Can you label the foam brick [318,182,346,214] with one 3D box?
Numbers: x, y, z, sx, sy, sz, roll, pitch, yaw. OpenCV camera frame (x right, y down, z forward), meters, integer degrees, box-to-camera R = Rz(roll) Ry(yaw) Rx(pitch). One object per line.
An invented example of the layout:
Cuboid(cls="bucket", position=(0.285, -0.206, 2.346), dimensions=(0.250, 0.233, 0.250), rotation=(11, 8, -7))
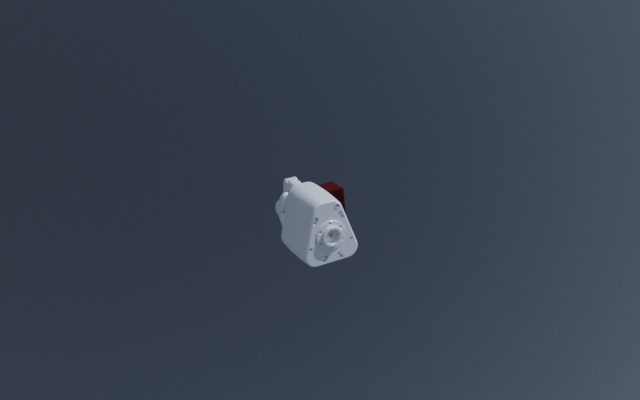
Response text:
Cuboid(cls="foam brick", position=(0.000, 0.003, 0.870), dimensions=(0.078, 0.053, 0.051), rotation=(-14, 20, -21))
